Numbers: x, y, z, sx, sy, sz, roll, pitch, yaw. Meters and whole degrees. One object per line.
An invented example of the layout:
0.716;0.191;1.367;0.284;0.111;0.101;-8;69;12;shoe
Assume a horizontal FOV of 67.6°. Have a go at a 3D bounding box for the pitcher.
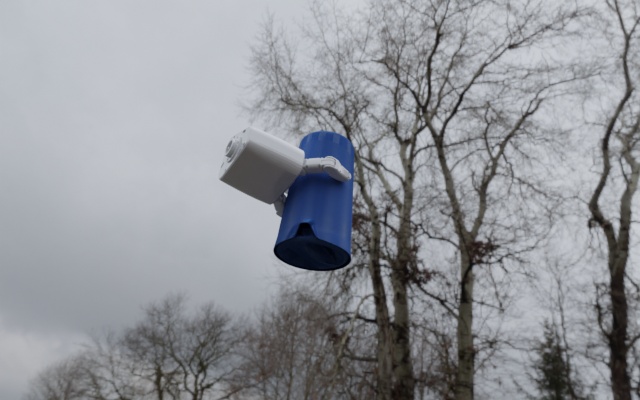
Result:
0.000;0.003;0.876;0.145;0.242;0.149;25;-34;-26;pitcher
